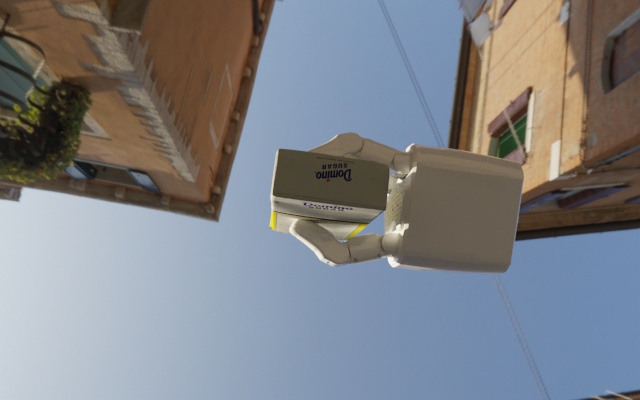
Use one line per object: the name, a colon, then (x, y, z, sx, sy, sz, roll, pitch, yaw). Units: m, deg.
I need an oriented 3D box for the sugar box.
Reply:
sugar box: (0.000, 0.001, 0.455, 0.093, 0.048, 0.176, 8, -15, -5)
